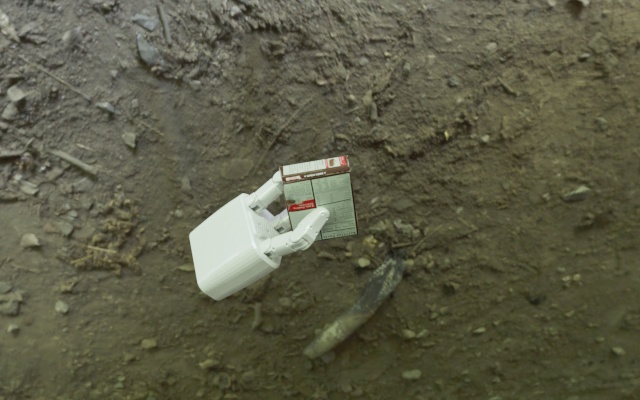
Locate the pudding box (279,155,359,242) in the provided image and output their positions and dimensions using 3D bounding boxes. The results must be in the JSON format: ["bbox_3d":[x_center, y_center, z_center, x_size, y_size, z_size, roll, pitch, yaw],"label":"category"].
[{"bbox_3d":[0.000,0.002,0.627,0.090,0.114,0.039,-10,41,0],"label":"pudding box"}]
